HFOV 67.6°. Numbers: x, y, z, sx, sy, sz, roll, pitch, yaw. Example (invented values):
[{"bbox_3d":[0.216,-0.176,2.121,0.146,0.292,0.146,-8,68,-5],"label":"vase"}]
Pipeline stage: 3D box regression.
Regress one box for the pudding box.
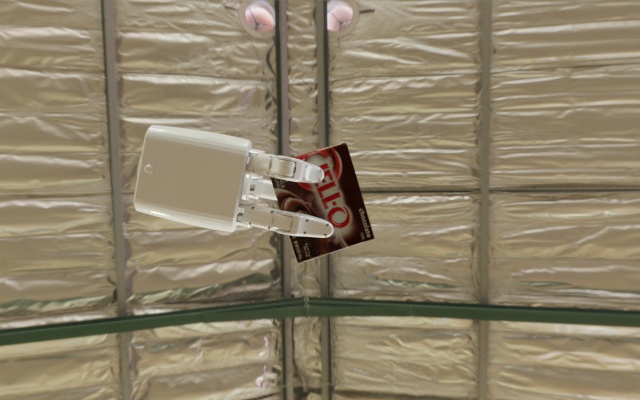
[{"bbox_3d":[0.000,0.002,0.528,0.090,0.113,0.039,-17,6,-4],"label":"pudding box"}]
